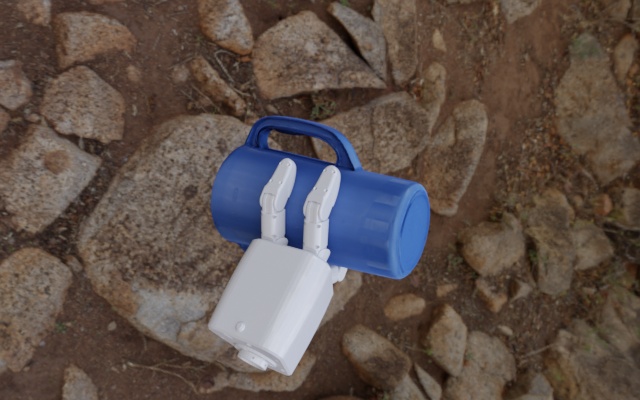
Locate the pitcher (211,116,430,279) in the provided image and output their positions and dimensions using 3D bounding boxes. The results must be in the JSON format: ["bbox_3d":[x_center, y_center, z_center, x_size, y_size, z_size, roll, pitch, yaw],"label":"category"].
[{"bbox_3d":[0.000,0.002,0.570,0.243,0.145,0.149,12,-32,29],"label":"pitcher"}]
